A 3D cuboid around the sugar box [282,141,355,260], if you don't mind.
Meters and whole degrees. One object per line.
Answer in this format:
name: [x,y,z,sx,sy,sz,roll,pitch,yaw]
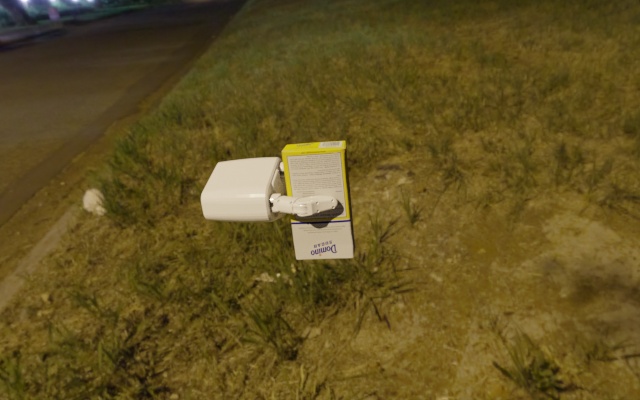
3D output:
sugar box: [0.000,0.002,0.723,0.093,0.176,0.048,-2,23,9]
